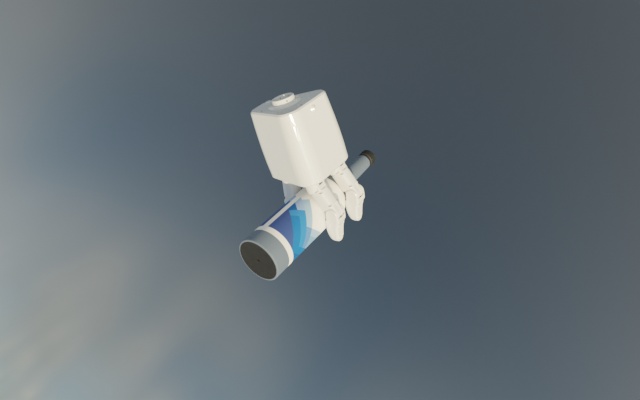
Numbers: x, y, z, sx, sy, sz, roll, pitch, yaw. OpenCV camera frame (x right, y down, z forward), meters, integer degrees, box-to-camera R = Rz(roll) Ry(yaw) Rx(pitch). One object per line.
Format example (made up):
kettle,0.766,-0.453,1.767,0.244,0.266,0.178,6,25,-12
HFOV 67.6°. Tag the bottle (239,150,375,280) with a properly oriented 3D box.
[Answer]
bottle,0.000,0.003,0.723,0.069,0.069,0.295,0,32,41
